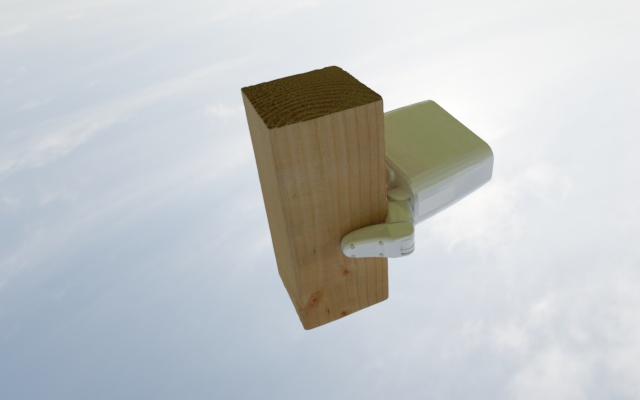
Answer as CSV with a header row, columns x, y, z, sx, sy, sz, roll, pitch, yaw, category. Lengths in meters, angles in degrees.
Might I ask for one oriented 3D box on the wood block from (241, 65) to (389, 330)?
x,y,z,sx,sy,sz,roll,pitch,yaw,category
0.001,0.002,0.423,0.090,0.206,0.090,-18,36,-14,wood block
